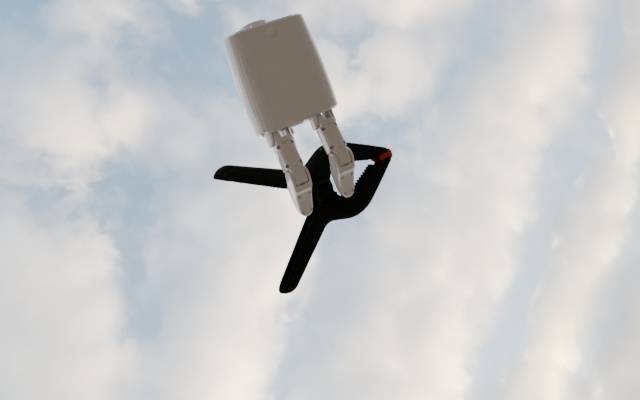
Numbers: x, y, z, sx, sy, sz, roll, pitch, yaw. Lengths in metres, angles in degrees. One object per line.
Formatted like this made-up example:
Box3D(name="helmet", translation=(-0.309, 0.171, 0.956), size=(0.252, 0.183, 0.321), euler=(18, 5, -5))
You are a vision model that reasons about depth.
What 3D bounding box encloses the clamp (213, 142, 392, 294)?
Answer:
Box3D(name="clamp", translation=(0.000, 0.001, 0.569), size=(0.210, 0.164, 0.036), euler=(-25, 12, -18))
